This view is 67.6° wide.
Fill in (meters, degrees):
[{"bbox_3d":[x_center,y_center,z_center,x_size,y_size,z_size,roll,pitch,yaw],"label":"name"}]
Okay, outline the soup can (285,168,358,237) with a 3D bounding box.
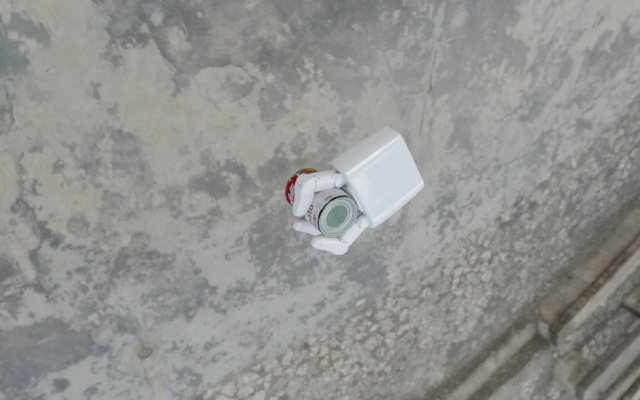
[{"bbox_3d":[0.000,0.003,0.708,0.068,0.068,0.102,0,26,-34],"label":"soup can"}]
